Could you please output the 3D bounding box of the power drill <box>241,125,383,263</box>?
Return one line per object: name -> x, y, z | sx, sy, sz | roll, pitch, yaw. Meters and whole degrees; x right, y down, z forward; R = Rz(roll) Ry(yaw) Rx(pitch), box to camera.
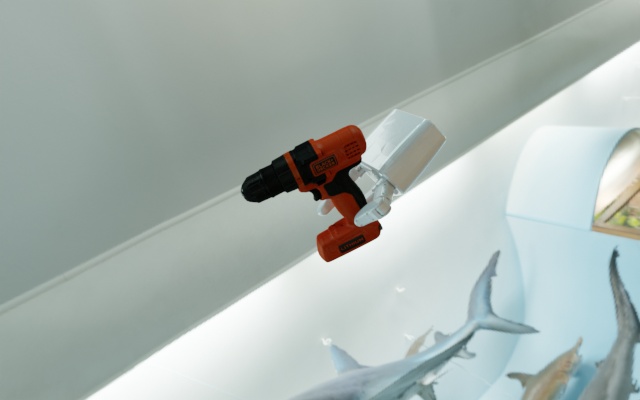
power drill -> 0.000, 0.002, 0.690 | 0.184, 0.188, 0.057 | -26, 37, 0
